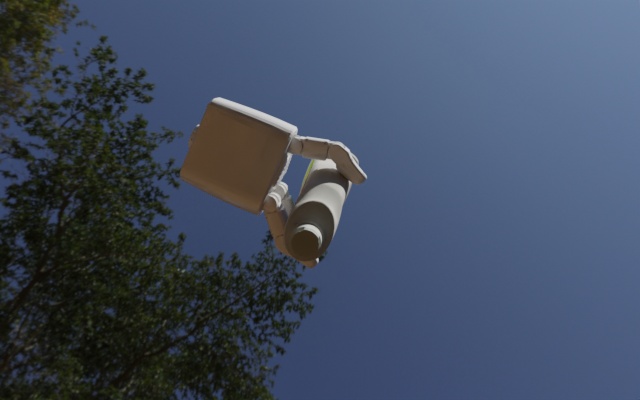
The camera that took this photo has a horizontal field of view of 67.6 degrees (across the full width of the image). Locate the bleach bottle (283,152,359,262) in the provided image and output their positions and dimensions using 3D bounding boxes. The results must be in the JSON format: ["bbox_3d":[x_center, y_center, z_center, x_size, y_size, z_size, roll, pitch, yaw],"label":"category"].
[{"bbox_3d":[0.000,0.002,0.578,0.068,0.102,0.250,22,16,-1],"label":"bleach bottle"}]
